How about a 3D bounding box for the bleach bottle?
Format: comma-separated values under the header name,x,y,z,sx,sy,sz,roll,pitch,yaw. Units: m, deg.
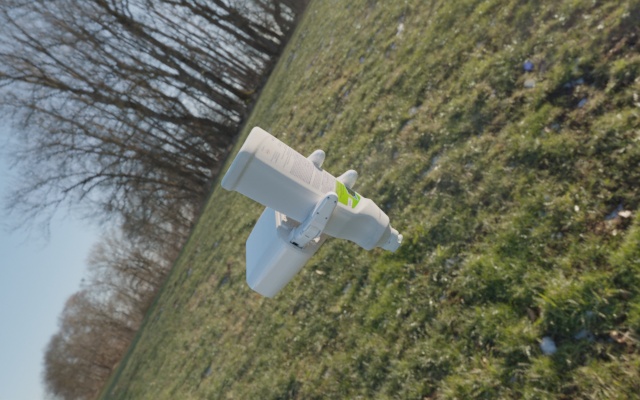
name,x,y,z,sx,sy,sz,roll,pitch,yaw
bleach bottle,0.000,0.002,0.638,0.251,0.068,0.102,31,31,-11
